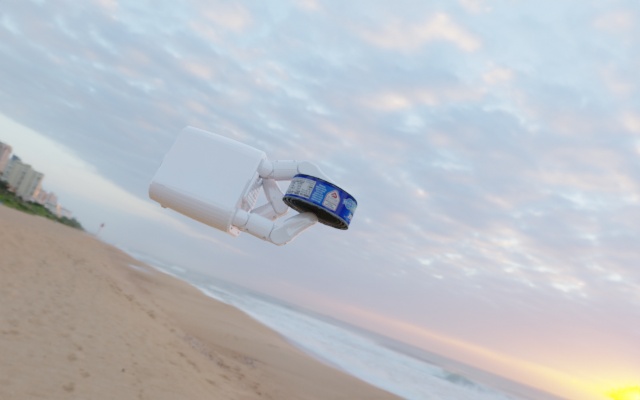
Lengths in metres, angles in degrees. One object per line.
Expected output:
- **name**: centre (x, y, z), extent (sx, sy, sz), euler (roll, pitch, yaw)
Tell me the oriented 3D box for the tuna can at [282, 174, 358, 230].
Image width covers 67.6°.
- **tuna can**: centre (0.000, 0.001, 0.567), extent (0.086, 0.033, 0.086), euler (24, -12, 5)
